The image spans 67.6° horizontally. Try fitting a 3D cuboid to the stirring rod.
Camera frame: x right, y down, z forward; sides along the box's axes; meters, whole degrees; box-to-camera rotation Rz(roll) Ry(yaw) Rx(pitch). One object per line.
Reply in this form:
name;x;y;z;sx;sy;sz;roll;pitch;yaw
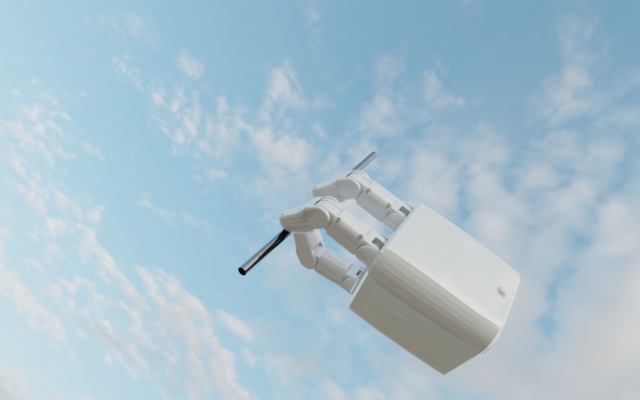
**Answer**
stirring rod;0.000;0.002;0.462;0.011;0.011;0.239;0;27;35
